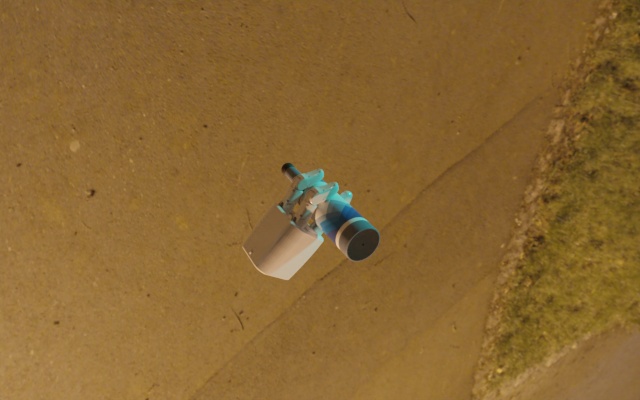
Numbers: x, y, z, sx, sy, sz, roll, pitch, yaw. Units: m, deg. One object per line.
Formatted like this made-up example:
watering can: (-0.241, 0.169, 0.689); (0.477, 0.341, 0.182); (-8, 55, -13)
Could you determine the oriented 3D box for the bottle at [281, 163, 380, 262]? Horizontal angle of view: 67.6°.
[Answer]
bottle: (0.000, 0.003, 0.888); (0.069, 0.069, 0.295); (0, 28, -33)
